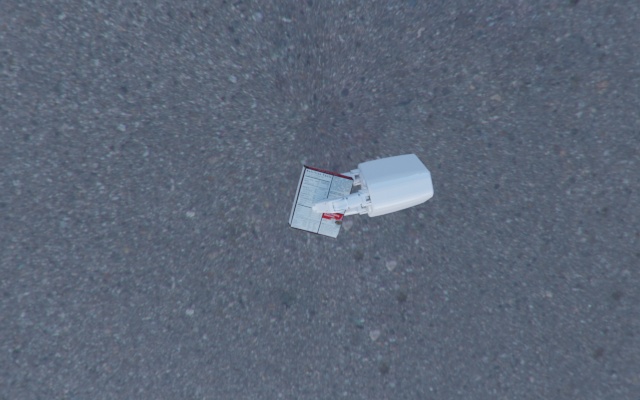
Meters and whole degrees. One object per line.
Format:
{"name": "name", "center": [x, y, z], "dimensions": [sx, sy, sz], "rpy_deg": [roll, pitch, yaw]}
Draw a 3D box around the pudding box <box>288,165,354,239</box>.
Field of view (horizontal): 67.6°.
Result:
{"name": "pudding box", "center": [0.000, 0.003, 0.833], "dimensions": [0.090, 0.113, 0.039], "rpy_deg": [15, 7, -7]}
